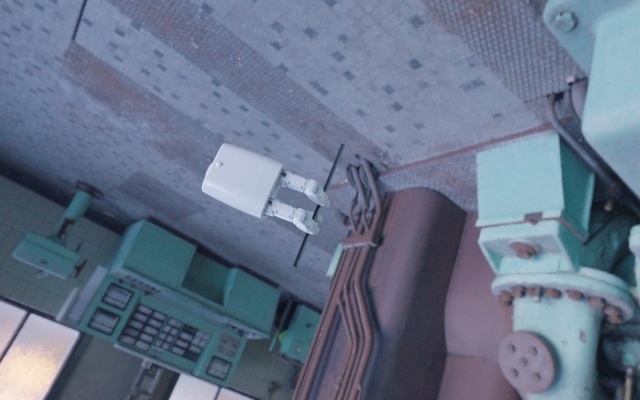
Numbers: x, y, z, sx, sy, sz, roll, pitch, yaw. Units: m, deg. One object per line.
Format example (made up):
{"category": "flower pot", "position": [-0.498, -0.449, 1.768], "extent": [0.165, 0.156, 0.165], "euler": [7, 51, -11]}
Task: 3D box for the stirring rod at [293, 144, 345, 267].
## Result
{"category": "stirring rod", "position": [0.000, 0.003, 0.816], "extent": [0.011, 0.239, 0.011], "euler": [18, -23, 8]}
